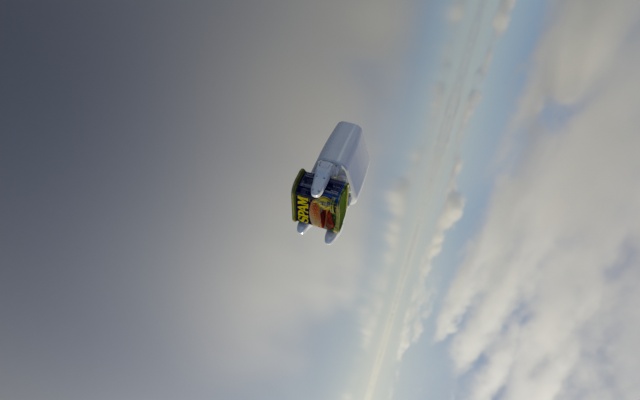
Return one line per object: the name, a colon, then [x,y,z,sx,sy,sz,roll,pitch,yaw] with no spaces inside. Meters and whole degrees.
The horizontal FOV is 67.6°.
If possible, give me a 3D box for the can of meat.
can of meat: [0.000,0.003,0.807,0.084,0.057,0.102,16,-38,12]
